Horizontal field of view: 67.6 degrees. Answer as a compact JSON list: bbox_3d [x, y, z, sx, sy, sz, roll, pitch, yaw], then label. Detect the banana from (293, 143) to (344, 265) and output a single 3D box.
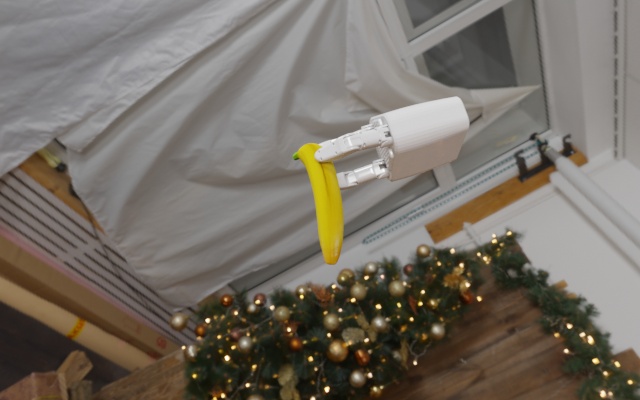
[{"bbox_3d":[0.003,-0.012,0.641,0.037,0.197,0.070,-4,-37,-16],"label":"banana"}]
